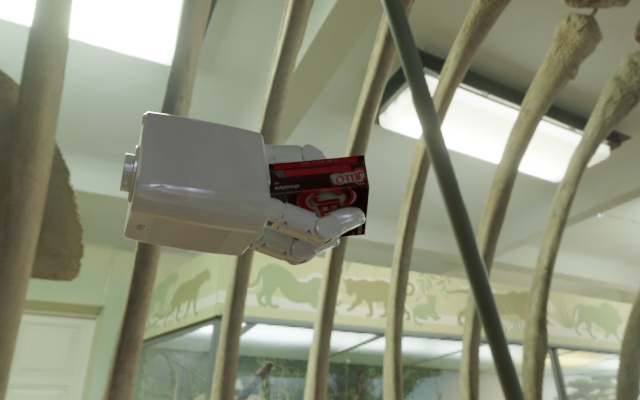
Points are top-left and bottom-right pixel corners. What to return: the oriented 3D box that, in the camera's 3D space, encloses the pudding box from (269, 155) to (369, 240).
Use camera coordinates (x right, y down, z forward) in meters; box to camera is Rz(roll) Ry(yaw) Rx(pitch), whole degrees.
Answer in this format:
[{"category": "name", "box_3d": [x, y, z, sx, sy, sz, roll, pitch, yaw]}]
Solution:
[{"category": "pudding box", "box_3d": [0.000, 0.001, 0.470, 0.090, 0.039, 0.113, -4, -25, 1]}]
